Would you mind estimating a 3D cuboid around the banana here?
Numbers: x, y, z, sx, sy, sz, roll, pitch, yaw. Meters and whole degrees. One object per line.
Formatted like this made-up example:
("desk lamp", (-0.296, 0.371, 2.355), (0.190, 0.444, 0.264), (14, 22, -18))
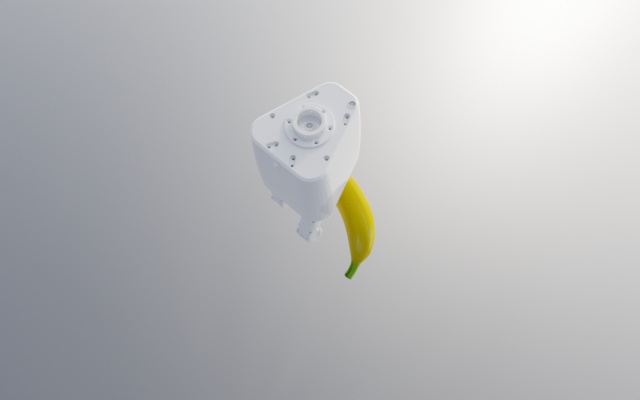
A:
("banana", (0.018, -0.004, 0.604), (0.069, 0.197, 0.037), (-28, -16, 4))
